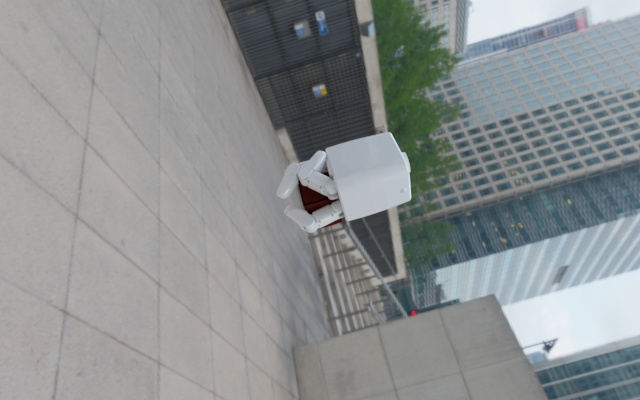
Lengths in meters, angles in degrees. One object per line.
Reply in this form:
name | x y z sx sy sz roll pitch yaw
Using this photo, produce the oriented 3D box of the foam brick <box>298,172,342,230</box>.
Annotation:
foam brick | 0.000 0.003 0.768 0.051 0.053 0.078 -17 -35 2
